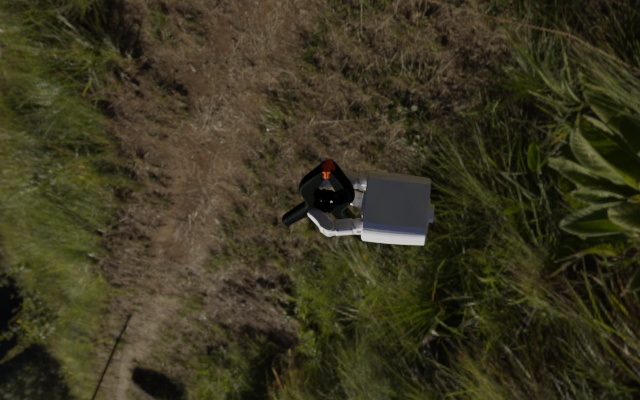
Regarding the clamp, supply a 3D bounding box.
[{"bbox_3d":[0.000,0.003,0.829,0.164,0.036,0.210,6,-34,11],"label":"clamp"}]
